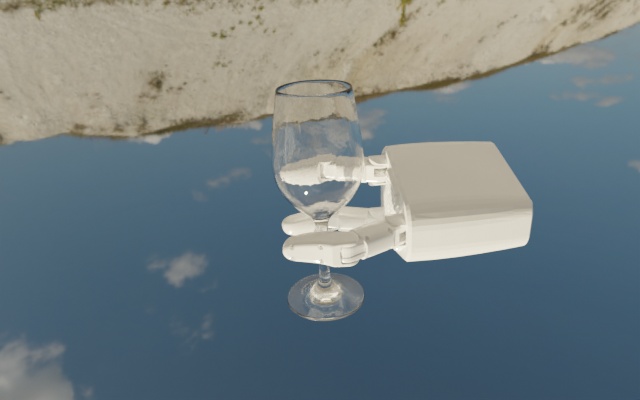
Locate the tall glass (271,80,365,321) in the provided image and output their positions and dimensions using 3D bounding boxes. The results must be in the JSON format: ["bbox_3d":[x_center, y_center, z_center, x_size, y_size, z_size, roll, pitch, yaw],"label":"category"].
[{"bbox_3d":[0.000,0.002,0.416,0.079,0.201,0.079,-3,25,1],"label":"tall glass"}]
